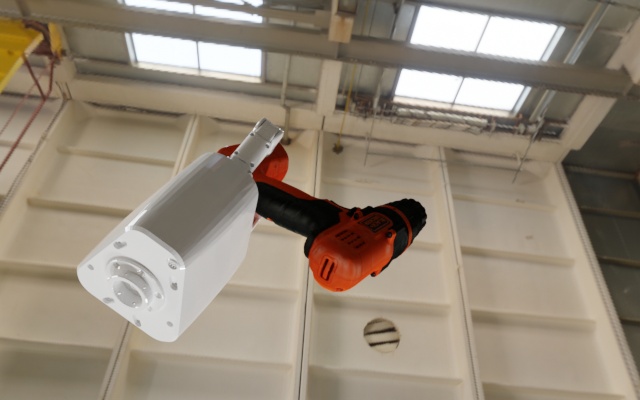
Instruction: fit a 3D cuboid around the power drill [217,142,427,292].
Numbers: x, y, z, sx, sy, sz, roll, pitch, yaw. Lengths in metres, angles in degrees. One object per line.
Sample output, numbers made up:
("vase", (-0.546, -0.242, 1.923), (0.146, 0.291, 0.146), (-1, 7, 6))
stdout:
("power drill", (0.000, 0.001, 0.467), (0.187, 0.057, 0.184), (28, 25, 23))
